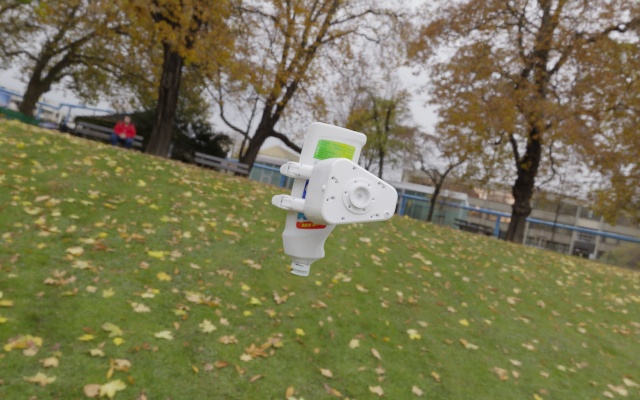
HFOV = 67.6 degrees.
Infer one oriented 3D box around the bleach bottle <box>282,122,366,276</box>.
[{"bbox_3d":[0.000,0.003,0.804,0.102,0.251,0.068,13,-2,-11],"label":"bleach bottle"}]
